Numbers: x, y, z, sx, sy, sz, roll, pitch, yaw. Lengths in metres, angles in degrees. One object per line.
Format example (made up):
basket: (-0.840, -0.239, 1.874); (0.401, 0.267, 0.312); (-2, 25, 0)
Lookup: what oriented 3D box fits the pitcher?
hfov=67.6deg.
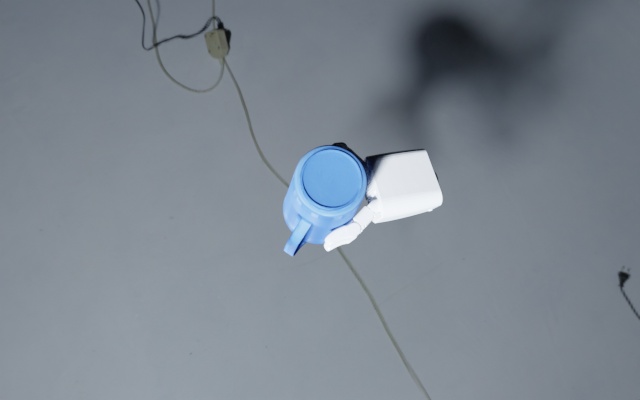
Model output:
pitcher: (0.000, 0.003, 0.795); (0.145, 0.149, 0.243); (-10, -10, -7)
